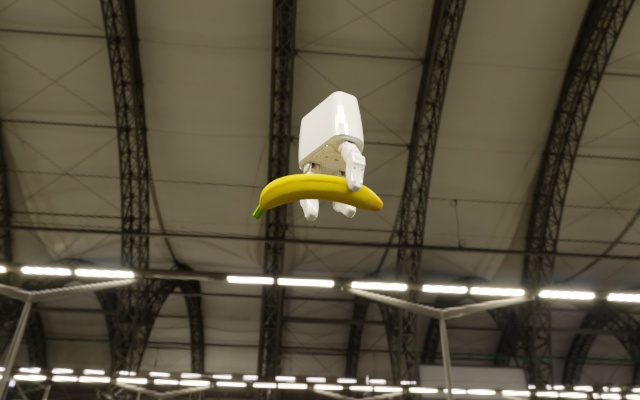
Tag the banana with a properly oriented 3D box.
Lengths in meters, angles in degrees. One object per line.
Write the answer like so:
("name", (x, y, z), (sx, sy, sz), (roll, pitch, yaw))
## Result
("banana", (-0.003, -0.010, 0.709), (0.198, 0.037, 0.070), (-2, -40, -3))
